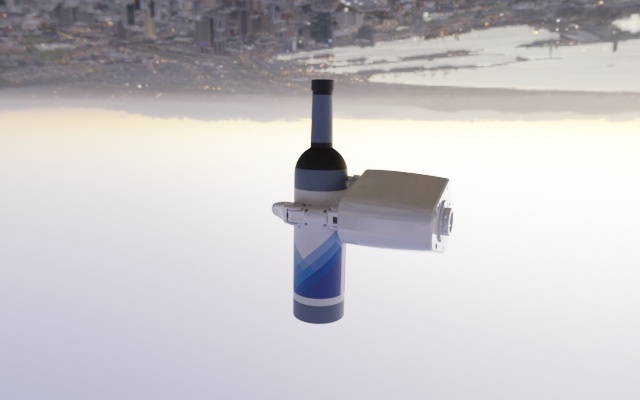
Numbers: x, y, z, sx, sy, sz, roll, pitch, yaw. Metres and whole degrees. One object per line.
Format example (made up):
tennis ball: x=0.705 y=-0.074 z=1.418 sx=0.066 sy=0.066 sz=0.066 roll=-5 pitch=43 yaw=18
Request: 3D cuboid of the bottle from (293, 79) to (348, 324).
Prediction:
bottle: x=0.000 y=0.002 z=0.592 sx=0.069 sy=0.296 sz=0.069 roll=1 pitch=11 yaw=0
